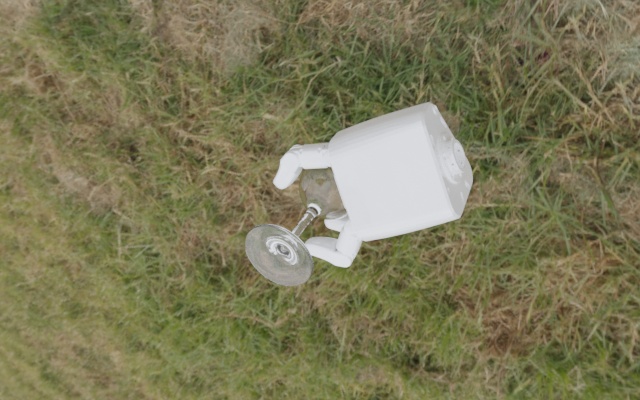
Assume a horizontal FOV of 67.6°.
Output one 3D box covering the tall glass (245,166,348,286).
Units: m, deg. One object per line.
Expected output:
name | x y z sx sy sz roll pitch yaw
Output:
tall glass | 0.000 0.002 0.532 0.079 0.079 0.201 0 32 28
